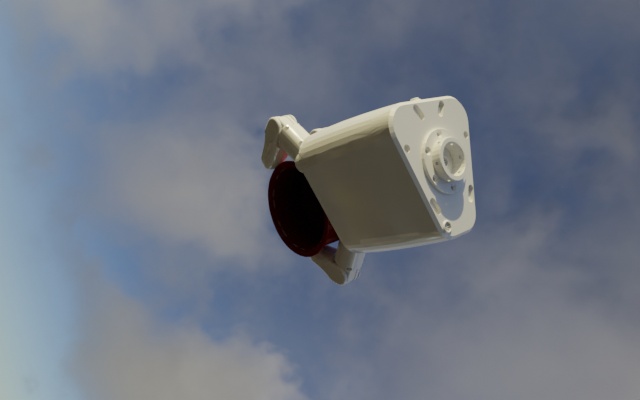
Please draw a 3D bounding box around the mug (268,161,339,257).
[{"bbox_3d":[-0.001,0.002,0.484,0.081,0.093,0.117,-16,2,-37],"label":"mug"}]
